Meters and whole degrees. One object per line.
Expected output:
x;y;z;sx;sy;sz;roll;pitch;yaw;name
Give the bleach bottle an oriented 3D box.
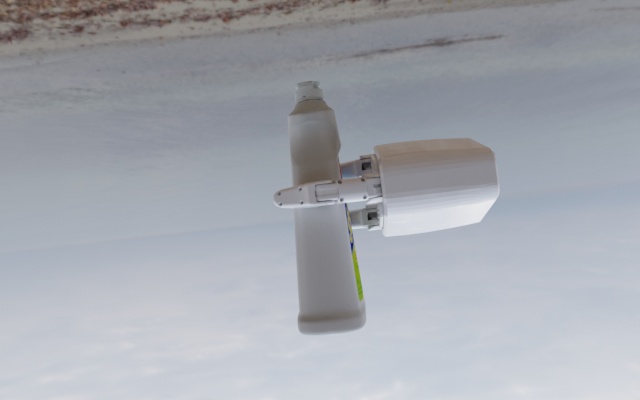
0.000;0.002;0.493;0.068;0.251;0.102;-7;-2;5;bleach bottle
